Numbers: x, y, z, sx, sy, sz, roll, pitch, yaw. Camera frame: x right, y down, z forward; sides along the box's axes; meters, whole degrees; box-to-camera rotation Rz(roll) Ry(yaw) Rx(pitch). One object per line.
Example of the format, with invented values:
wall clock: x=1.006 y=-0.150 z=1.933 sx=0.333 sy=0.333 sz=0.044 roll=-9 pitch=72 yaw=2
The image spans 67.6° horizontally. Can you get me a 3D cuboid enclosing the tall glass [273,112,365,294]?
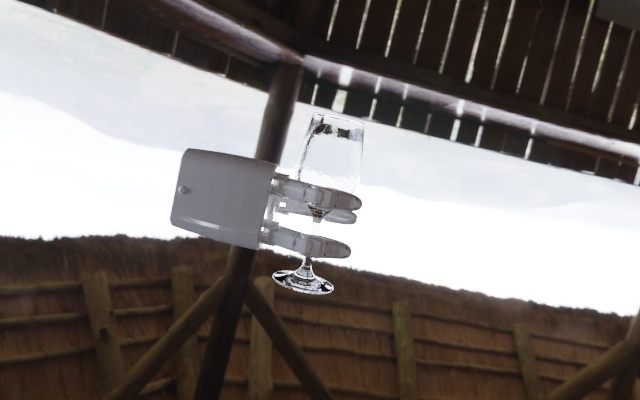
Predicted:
tall glass: x=0.000 y=0.003 z=0.561 sx=0.079 sy=0.201 sz=0.079 roll=13 pitch=6 yaw=-1
